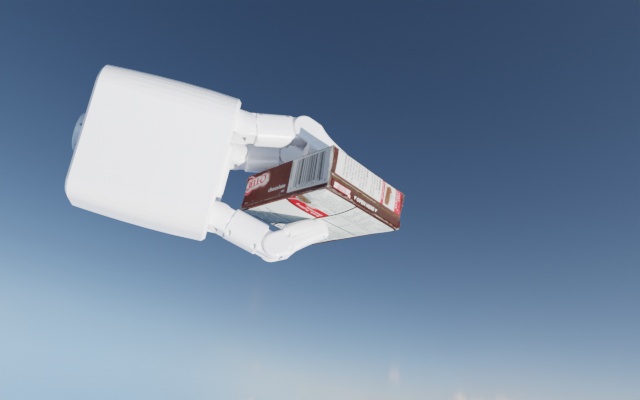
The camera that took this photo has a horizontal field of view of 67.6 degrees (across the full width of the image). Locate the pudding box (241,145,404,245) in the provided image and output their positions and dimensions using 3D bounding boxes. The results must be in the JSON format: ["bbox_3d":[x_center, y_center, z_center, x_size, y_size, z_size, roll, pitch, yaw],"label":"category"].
[{"bbox_3d":[0.000,0.001,0.413,0.090,0.039,0.113,30,-28,-37],"label":"pudding box"}]
